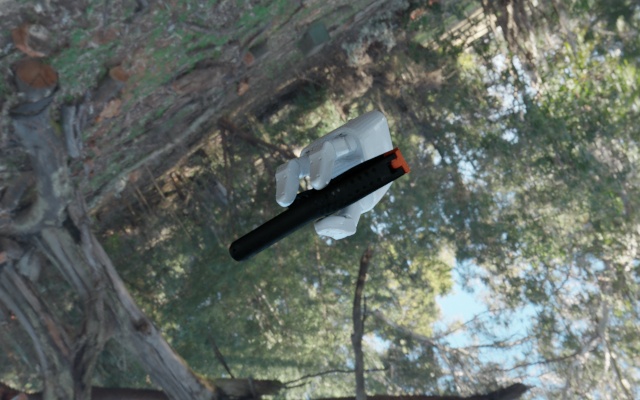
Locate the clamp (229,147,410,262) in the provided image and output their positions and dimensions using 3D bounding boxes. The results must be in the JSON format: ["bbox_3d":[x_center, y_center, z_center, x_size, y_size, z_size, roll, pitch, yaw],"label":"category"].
[{"bbox_3d":[0.001,0.002,0.541,0.210,0.036,0.164,-25,11,35],"label":"clamp"}]
